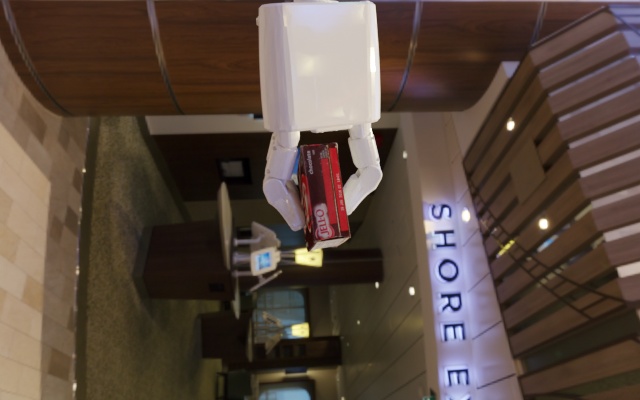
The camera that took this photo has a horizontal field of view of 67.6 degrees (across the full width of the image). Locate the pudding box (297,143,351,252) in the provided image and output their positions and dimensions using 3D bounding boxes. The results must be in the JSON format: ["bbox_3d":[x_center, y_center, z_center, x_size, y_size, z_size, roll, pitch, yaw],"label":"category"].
[{"bbox_3d":[0.000,0.001,0.476,0.039,0.090,0.113,-6,-10,-4],"label":"pudding box"}]
